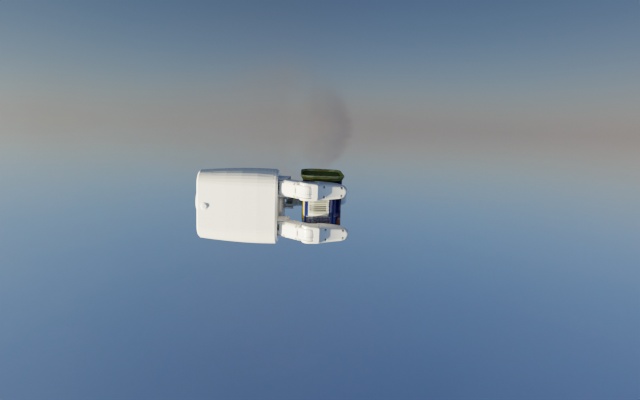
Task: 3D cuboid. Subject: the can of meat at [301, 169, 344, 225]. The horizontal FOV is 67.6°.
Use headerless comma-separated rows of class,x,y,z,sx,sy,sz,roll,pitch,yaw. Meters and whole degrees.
can of meat,0.000,0.002,0.661,0.057,0.084,0.102,2,9,-2
